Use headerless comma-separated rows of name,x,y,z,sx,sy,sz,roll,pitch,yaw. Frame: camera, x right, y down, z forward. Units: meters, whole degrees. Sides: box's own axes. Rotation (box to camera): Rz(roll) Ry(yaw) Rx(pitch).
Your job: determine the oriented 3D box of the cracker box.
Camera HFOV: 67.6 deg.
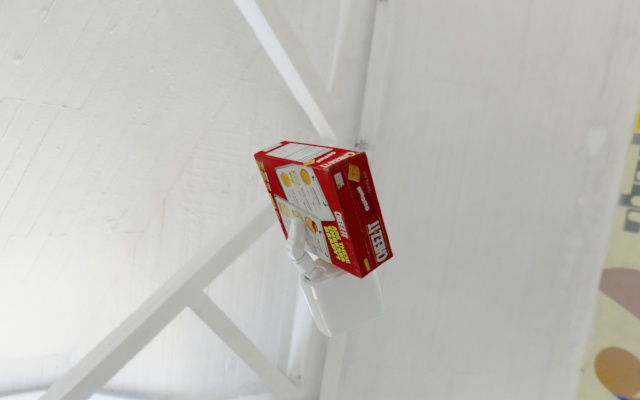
cracker box,0.000,0.002,0.707,0.072,0.164,0.213,-30,25,-26
